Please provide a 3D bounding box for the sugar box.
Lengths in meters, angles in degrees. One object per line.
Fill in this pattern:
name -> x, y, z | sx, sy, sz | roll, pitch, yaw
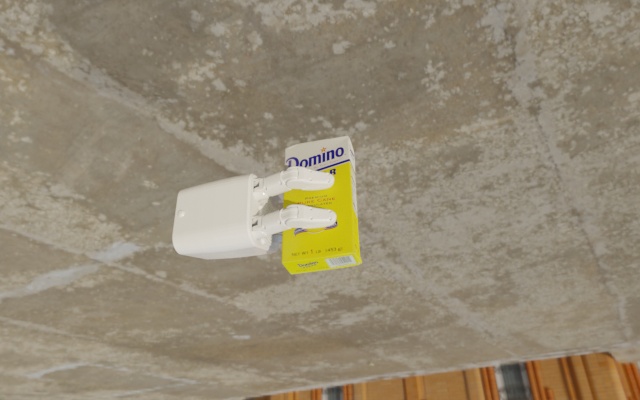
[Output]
sugar box -> 0.000, 0.002, 0.617 | 0.093, 0.176, 0.048 | -9, -30, 11
